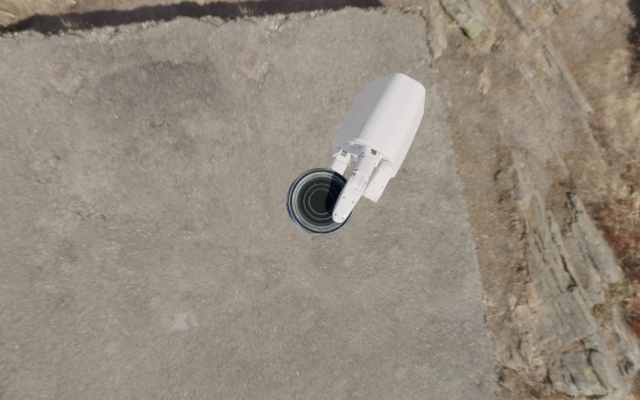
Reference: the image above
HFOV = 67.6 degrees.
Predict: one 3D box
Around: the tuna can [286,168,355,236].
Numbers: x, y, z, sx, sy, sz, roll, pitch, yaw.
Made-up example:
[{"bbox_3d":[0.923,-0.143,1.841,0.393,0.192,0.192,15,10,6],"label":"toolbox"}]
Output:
[{"bbox_3d":[0.000,0.002,0.604,0.086,0.086,0.034,0,-2,-6],"label":"tuna can"}]
